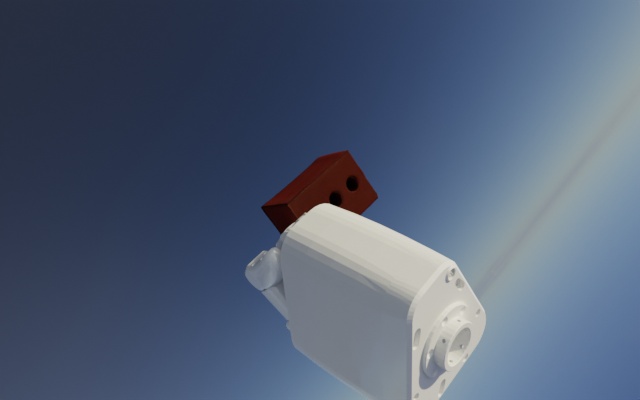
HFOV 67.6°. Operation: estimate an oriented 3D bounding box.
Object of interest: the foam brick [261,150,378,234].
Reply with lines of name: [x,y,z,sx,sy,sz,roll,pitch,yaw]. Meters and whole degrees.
foam brick: [0.000,0.001,0.411,0.078,0.053,0.051,-43,17,-27]
